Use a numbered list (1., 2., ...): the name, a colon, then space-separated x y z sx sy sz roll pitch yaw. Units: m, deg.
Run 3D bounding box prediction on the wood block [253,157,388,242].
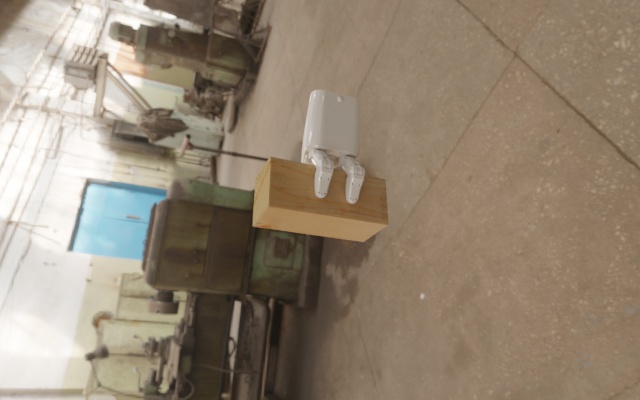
1. wood block: 0.000 0.002 0.800 0.206 0.090 0.091 10 -26 -21
